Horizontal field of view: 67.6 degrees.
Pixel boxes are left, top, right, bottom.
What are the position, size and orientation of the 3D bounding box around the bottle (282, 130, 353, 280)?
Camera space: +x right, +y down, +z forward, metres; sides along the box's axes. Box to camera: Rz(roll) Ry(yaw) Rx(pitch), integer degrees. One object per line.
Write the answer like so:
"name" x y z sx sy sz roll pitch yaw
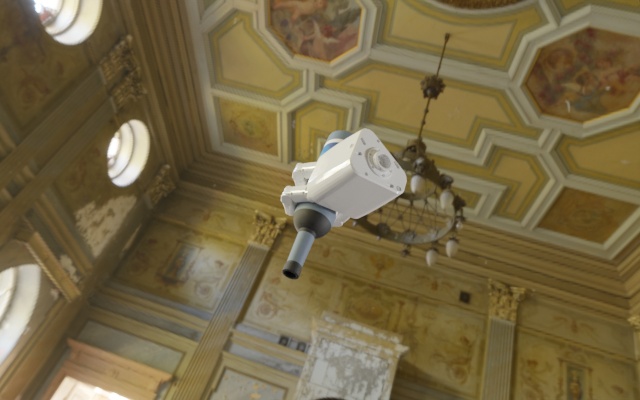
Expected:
"bottle" 0.000 0.002 0.800 0.069 0.295 0.069 14 -38 11
